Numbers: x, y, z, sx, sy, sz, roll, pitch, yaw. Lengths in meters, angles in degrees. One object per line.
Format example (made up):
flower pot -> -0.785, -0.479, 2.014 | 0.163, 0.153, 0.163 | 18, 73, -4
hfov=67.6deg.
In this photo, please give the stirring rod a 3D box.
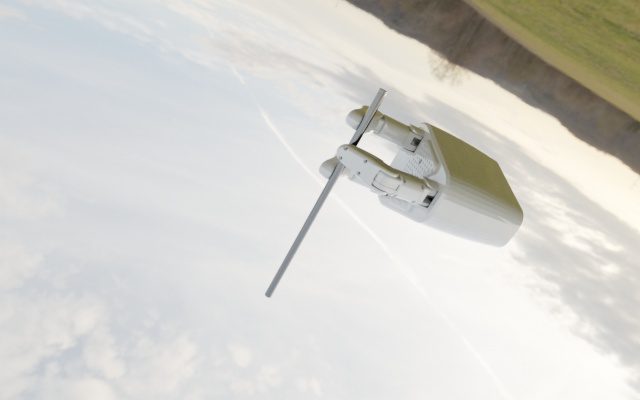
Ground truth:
stirring rod -> 0.000, 0.001, 0.460 | 0.011, 0.240, 0.011 | 25, 21, -10
